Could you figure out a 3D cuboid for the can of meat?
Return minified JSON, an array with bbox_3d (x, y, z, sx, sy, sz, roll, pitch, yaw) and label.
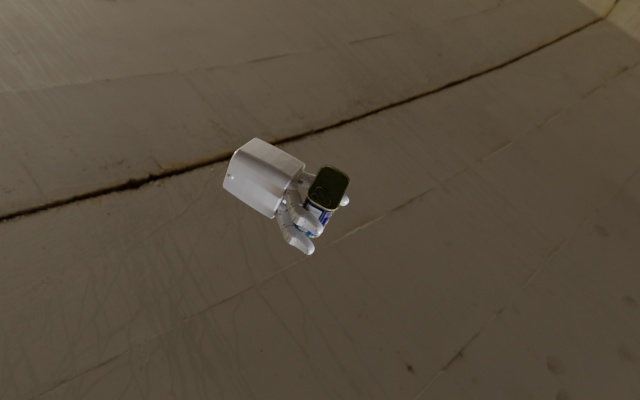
[{"bbox_3d":[0.000,0.003,0.821,0.057,0.084,0.102,28,43,-1],"label":"can of meat"}]
